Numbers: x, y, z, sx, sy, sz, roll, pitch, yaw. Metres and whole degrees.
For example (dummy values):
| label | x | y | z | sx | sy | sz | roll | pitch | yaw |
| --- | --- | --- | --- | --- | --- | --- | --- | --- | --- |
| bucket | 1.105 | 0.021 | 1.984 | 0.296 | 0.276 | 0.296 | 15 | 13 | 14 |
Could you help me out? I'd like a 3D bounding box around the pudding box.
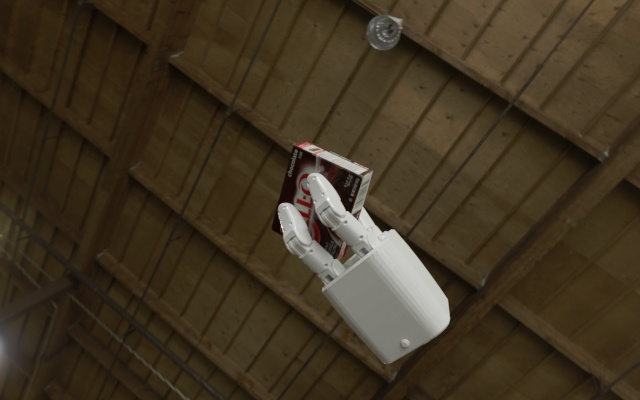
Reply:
| label | x | y | z | sx | sy | sz | roll | pitch | yaw |
| --- | --- | --- | --- | --- | --- | --- | --- | --- | --- |
| pudding box | 0.000 | 0.002 | 0.538 | 0.090 | 0.113 | 0.039 | 26 | 23 | 21 |
